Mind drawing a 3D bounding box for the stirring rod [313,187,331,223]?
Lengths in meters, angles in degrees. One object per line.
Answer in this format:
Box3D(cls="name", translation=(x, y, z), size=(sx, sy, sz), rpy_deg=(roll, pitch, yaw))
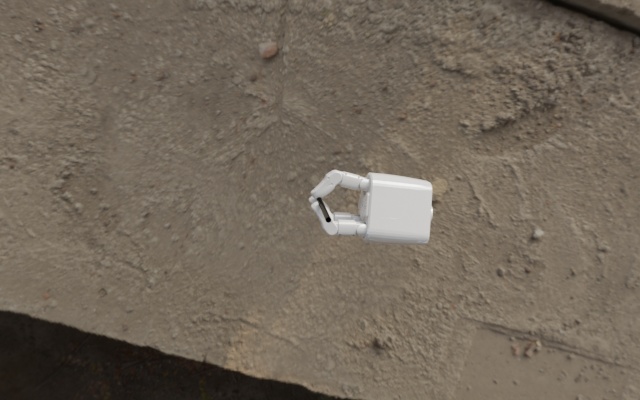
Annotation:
Box3D(cls="stirring rod", translation=(0.000, 0.002, 0.763), size=(0.011, 0.011, 0.239), rpy_deg=(0, 11, -5))
